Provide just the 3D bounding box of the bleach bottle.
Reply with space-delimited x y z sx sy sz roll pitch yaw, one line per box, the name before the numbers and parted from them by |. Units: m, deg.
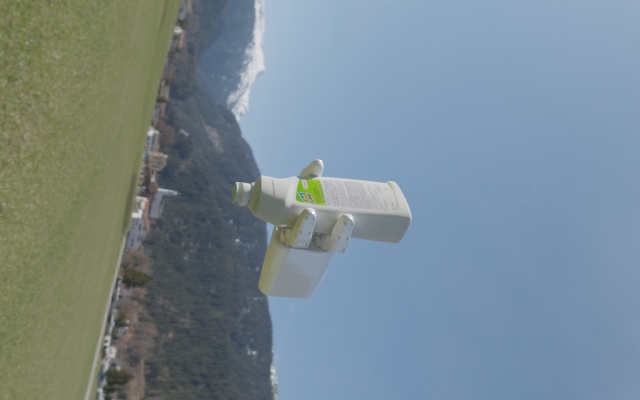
bleach bottle | 0.000 0.002 0.685 0.251 0.068 0.102 9 35 -20
